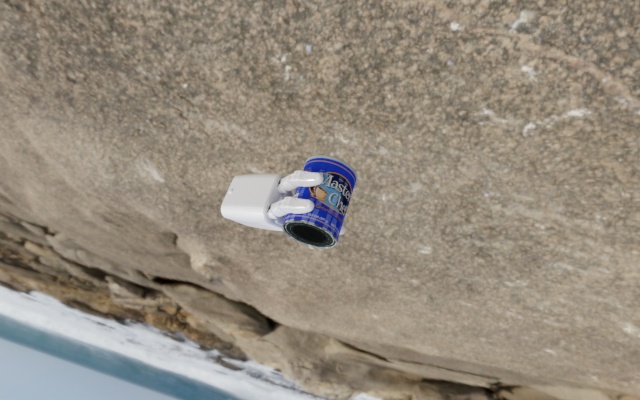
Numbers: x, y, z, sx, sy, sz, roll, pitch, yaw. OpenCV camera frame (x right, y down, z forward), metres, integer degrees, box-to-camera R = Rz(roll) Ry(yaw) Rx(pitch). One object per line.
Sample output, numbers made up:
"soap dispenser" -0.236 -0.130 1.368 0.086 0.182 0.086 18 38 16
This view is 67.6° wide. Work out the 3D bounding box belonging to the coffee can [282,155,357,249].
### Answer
"coffee can" 0.000 0.003 0.870 0.103 0.140 0.103 15 -27 8
